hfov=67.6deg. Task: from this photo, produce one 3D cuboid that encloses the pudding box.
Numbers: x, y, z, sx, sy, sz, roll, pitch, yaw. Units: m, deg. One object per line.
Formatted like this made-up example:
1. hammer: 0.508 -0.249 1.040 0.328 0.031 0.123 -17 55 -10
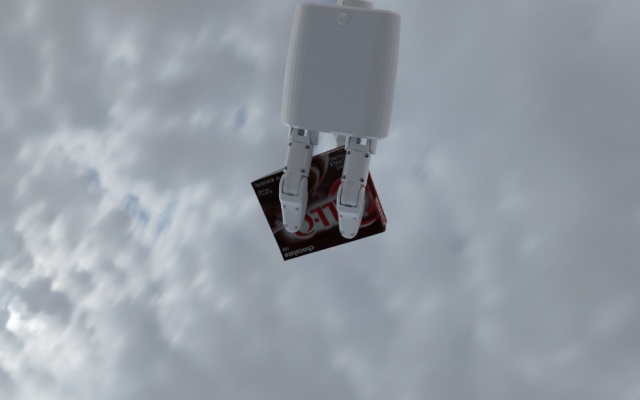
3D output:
1. pudding box: 0.000 0.001 0.479 0.113 0.090 0.039 -18 12 19
